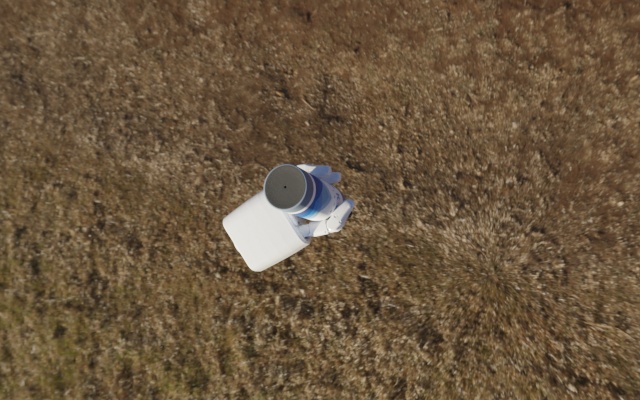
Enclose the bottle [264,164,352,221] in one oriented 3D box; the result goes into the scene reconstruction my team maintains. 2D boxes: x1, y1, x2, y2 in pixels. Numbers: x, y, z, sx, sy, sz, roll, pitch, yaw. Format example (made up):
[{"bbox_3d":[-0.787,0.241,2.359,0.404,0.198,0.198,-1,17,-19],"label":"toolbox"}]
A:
[{"bbox_3d":[0.000,0.003,0.796,0.069,0.069,0.296,0,-8,20],"label":"bottle"}]
